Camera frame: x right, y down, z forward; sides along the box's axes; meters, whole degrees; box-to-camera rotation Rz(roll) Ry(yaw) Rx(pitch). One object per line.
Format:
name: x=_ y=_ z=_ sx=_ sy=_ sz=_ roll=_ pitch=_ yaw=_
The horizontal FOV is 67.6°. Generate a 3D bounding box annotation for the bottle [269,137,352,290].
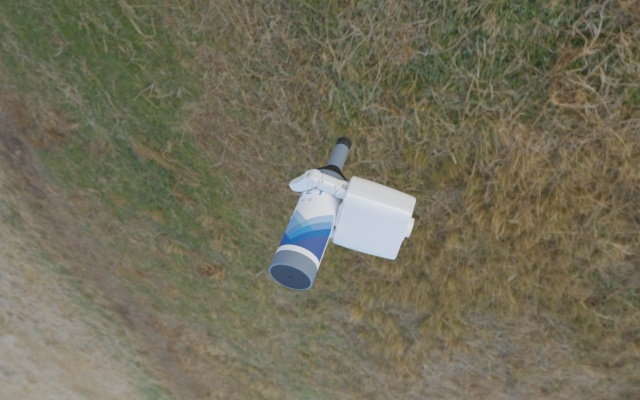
bottle: x=0.000 y=0.003 z=0.775 sx=0.069 sy=0.295 sz=0.069 roll=13 pitch=-39 yaw=11
